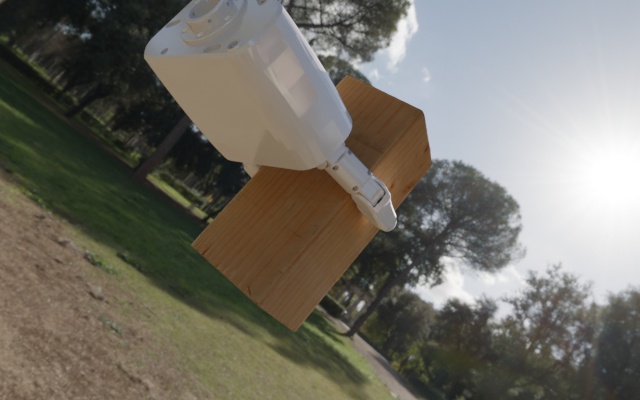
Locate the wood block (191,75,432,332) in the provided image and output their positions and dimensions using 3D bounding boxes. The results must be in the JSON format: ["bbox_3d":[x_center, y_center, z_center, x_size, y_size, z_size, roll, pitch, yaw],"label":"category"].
[{"bbox_3d":[0.000,0.001,0.430,0.090,0.206,0.090,34,-13,30],"label":"wood block"}]
